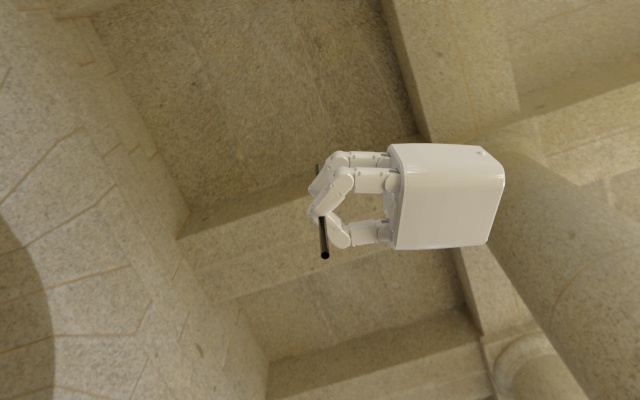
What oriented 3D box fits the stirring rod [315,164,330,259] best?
[{"bbox_3d":[0.000,0.002,0.536,0.011,0.011,0.239,0,23,-2],"label":"stirring rod"}]
